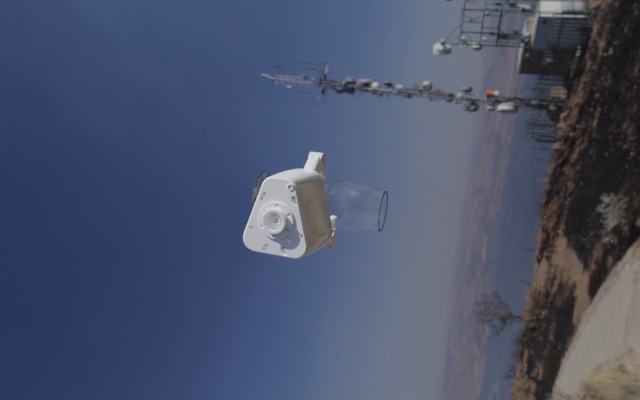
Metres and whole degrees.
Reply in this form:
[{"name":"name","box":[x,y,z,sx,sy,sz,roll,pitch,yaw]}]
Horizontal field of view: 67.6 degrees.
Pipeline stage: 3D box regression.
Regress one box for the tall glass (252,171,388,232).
[{"name":"tall glass","box":[0.000,0.002,0.744,0.201,0.079,0.079,8,2,16]}]
